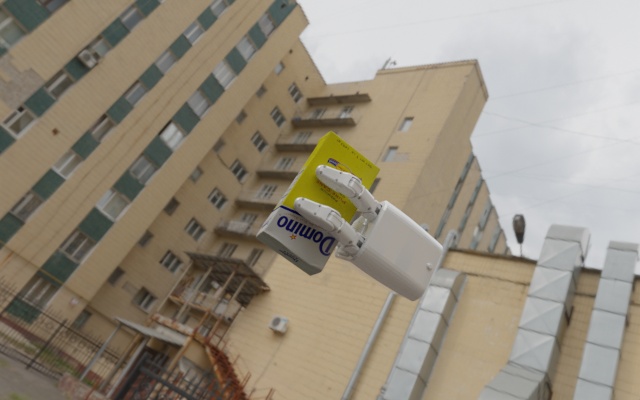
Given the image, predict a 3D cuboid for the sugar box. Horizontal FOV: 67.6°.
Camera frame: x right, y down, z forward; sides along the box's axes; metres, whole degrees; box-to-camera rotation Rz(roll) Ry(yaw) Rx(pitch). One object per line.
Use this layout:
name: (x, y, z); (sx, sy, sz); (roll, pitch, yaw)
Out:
sugar box: (0.000, 0.002, 0.641); (0.093, 0.176, 0.048); (36, -27, -11)
